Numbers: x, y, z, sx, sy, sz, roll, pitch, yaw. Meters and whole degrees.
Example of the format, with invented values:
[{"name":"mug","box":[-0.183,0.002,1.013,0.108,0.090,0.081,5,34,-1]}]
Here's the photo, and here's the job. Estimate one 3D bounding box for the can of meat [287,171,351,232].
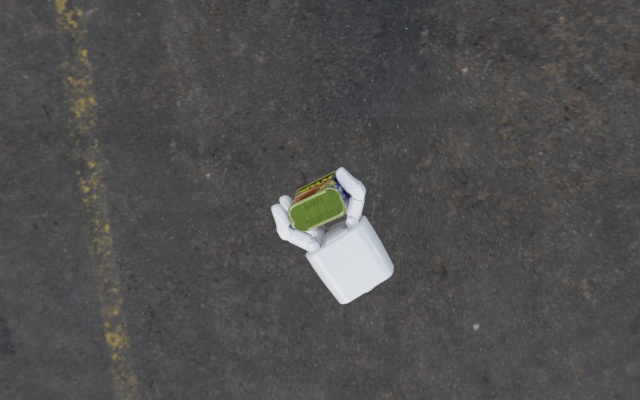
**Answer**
[{"name":"can of meat","box":[0.000,0.003,0.791,0.102,0.057,0.084,-25,14,18]}]
